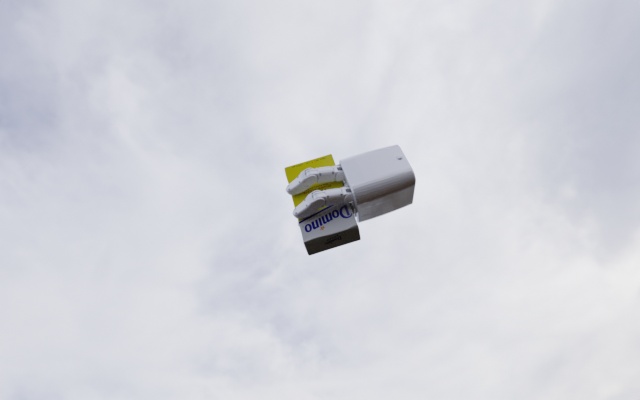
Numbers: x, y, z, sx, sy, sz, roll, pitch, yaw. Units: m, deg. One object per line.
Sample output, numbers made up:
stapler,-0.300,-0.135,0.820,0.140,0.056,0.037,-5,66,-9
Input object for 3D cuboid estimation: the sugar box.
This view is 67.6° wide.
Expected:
sugar box,0.000,0.002,0.820,0.093,0.176,0.048,-18,-43,-1
